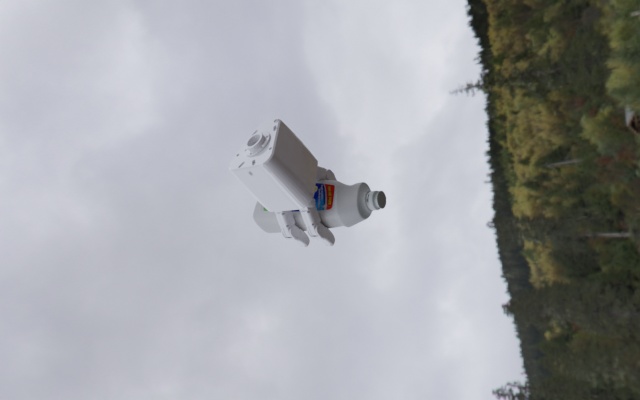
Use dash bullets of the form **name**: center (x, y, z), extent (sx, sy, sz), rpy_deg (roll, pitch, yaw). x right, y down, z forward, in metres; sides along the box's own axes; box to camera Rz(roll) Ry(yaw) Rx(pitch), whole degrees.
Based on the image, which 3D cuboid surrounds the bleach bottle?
- **bleach bottle**: center (0.000, 0.003, 0.822), extent (0.251, 0.102, 0.068), rpy_deg (-6, -41, 38)
